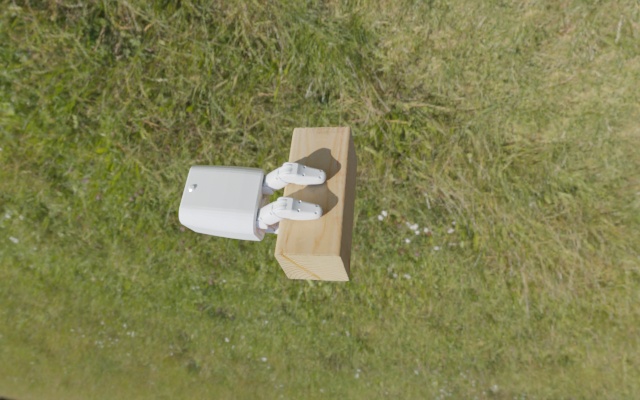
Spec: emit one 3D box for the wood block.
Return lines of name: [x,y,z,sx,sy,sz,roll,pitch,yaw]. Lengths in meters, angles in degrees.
wood block: [0.000,0.003,0.692,0.090,0.206,0.091,0,-30,11]
